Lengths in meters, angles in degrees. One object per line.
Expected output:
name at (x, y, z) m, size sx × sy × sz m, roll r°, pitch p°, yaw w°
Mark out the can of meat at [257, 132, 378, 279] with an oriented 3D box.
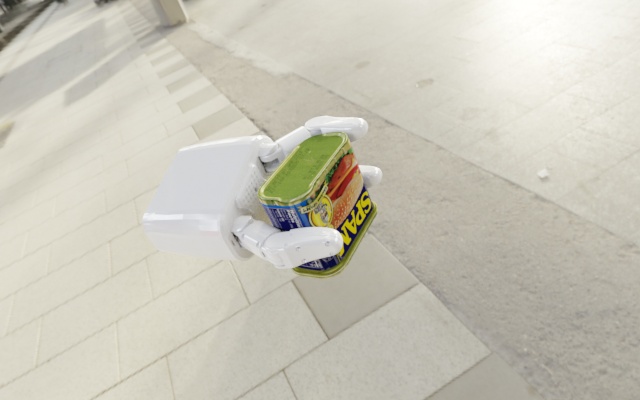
can of meat at (0.000, 0.001, 0.414) m, size 0.057 × 0.084 × 0.102 m, roll 2°, pitch 41°, yaw 35°
